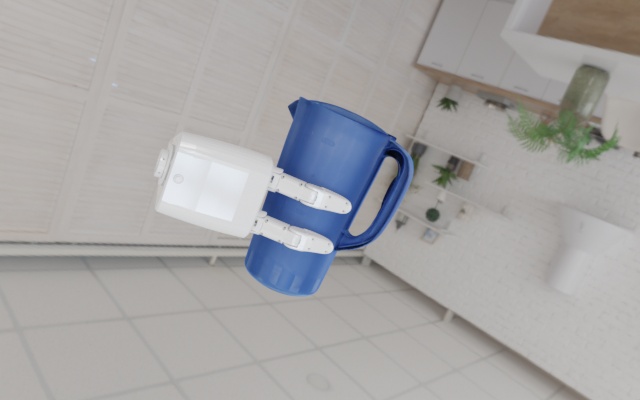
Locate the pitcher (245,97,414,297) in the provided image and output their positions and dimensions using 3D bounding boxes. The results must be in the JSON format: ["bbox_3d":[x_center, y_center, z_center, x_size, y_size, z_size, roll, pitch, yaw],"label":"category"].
[{"bbox_3d":[0.000,0.002,0.619,0.145,0.243,0.149,17,13,-25],"label":"pitcher"}]
